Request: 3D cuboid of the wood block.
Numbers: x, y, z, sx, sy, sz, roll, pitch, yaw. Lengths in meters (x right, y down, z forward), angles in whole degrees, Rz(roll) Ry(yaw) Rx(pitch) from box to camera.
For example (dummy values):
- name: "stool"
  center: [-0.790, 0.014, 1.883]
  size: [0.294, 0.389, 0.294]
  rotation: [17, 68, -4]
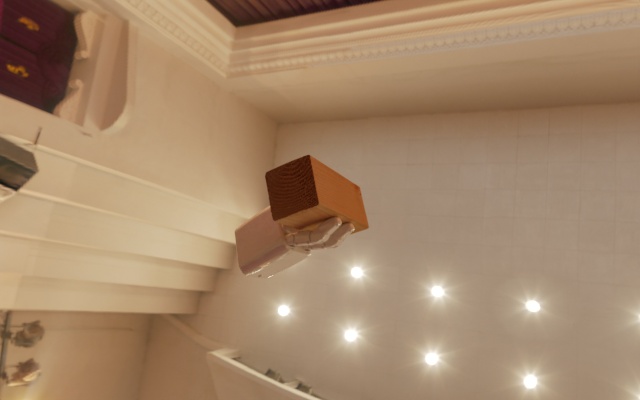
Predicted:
- name: "wood block"
  center: [0.000, 0.003, 0.854]
  size: [0.090, 0.090, 0.206]
  rotation: [-21, -22, 22]
